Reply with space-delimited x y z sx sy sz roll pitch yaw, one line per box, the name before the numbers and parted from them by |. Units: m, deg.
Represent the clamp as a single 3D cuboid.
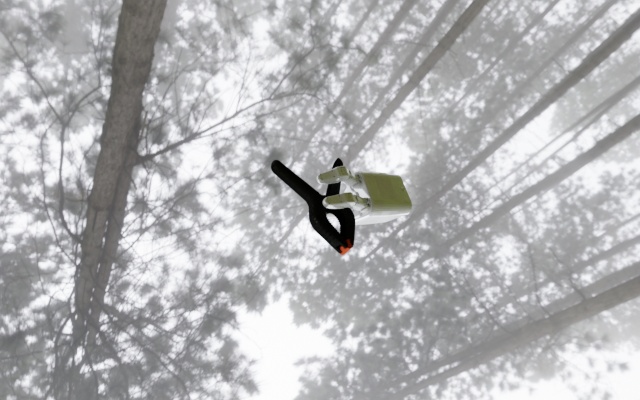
clamp | 0.000 0.004 0.889 0.164 0.210 0.036 1 -33 -32
